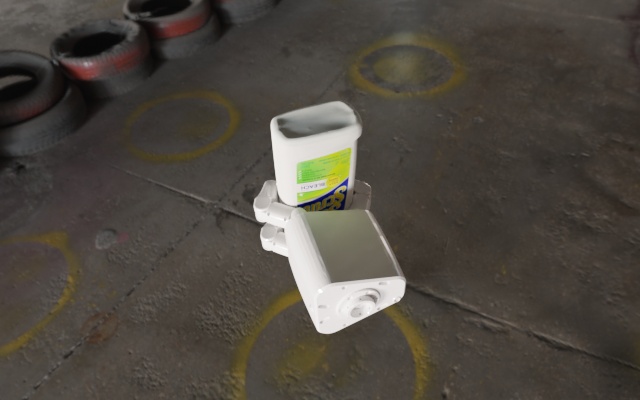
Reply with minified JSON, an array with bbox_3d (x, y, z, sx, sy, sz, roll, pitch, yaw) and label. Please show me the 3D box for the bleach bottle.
[{"bbox_3d":[0.000,0.002,0.607,0.102,0.251,0.068,-16,45,-11],"label":"bleach bottle"}]
